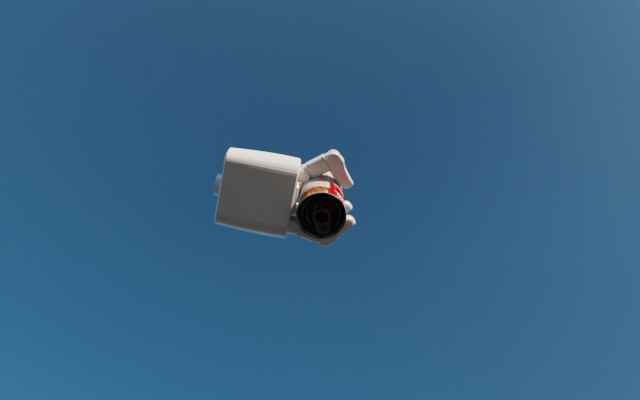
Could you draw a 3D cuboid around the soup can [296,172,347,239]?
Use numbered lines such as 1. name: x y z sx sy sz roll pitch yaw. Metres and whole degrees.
1. soup can: 0.001 0.002 0.682 0.068 0.068 0.102 0 22 -1
